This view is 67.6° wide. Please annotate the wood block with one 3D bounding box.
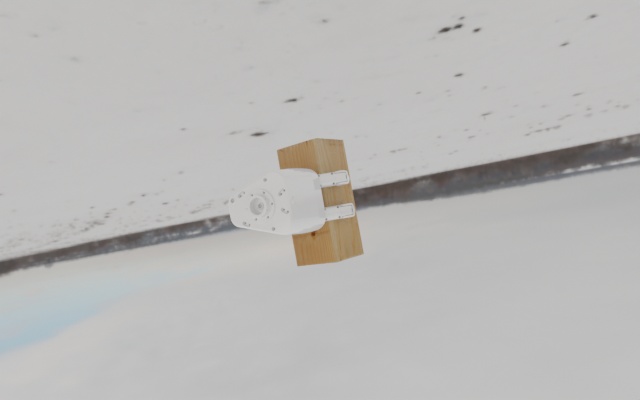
[{"bbox_3d":[0.000,0.003,0.838,0.091,0.206,0.090,-11,-2,36],"label":"wood block"}]
